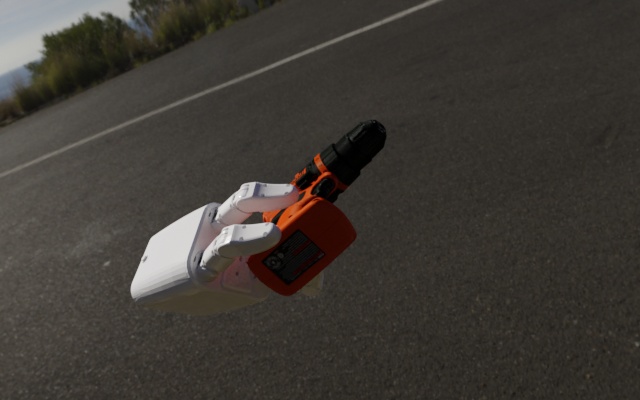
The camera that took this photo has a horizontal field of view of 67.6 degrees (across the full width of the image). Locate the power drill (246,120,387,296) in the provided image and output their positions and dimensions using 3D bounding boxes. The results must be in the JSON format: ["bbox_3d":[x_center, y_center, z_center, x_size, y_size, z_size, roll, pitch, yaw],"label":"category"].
[{"bbox_3d":[0.000,0.002,0.499,0.057,0.184,0.187,42,20,-11],"label":"power drill"}]
